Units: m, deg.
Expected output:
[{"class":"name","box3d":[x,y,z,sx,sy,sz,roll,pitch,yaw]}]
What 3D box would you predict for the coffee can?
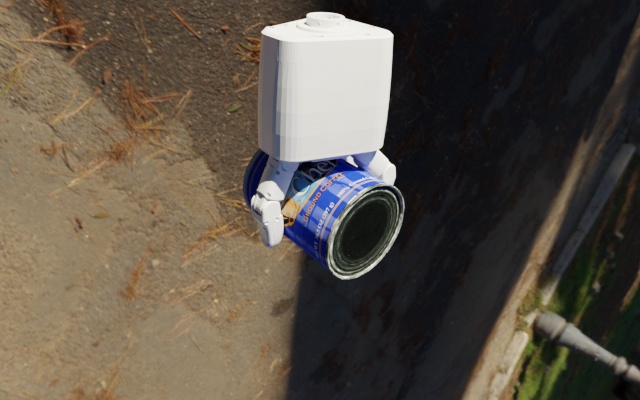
[{"class":"coffee can","box3d":[0.000,0.002,0.496,0.103,0.103,0.140,0,25,-46]}]
